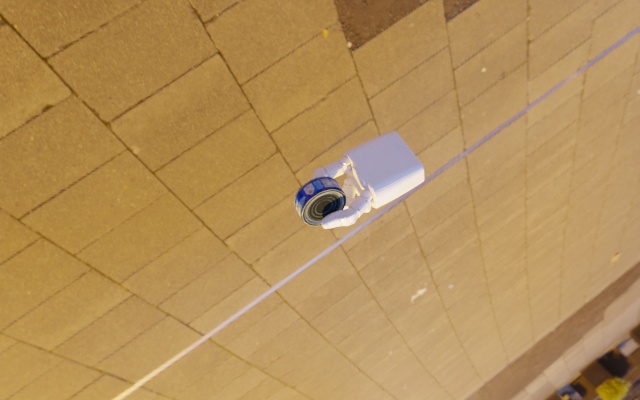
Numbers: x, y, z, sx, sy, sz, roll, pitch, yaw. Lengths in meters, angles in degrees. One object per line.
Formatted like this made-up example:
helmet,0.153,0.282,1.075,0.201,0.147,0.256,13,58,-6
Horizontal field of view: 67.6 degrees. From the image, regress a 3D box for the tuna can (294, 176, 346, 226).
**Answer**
tuna can,0.000,0.003,0.810,0.086,0.086,0.033,0,40,-33
